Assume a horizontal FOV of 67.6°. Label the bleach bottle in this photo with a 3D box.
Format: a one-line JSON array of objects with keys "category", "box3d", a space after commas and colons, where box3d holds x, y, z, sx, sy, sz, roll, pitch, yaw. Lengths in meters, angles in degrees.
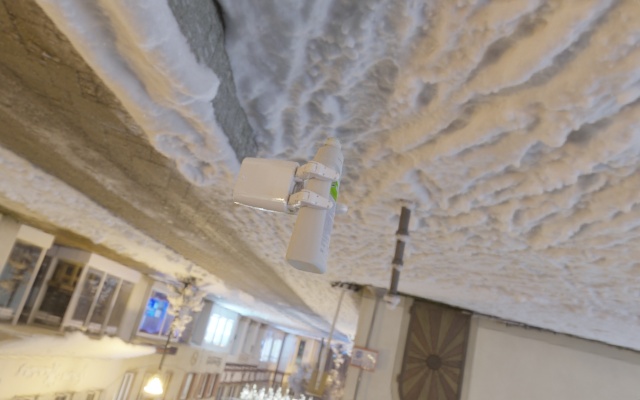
[{"category": "bleach bottle", "box3d": [0.000, 0.003, 0.889, 0.068, 0.250, 0.103, 9, -18, 14]}]
